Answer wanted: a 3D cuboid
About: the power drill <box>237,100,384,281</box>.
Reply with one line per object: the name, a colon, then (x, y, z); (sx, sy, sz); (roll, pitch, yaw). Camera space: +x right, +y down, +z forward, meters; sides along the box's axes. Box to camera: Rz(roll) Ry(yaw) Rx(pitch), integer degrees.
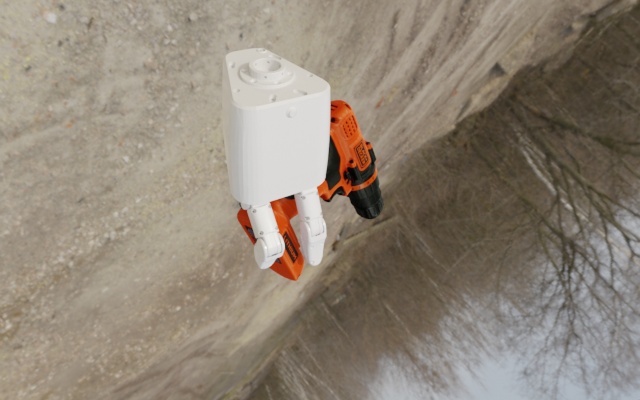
power drill: (0.000, 0.002, 0.573); (0.057, 0.185, 0.187); (17, 56, 41)
